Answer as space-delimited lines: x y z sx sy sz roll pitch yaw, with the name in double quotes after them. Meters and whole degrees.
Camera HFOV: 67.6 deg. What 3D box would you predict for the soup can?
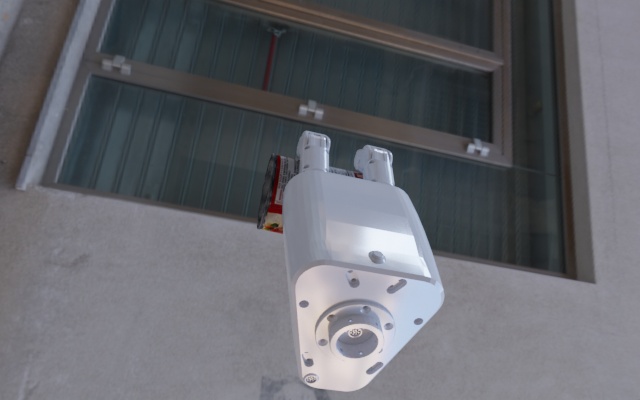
0.000 0.001 0.427 0.102 0.068 0.068 11 -2 -11 "soup can"
